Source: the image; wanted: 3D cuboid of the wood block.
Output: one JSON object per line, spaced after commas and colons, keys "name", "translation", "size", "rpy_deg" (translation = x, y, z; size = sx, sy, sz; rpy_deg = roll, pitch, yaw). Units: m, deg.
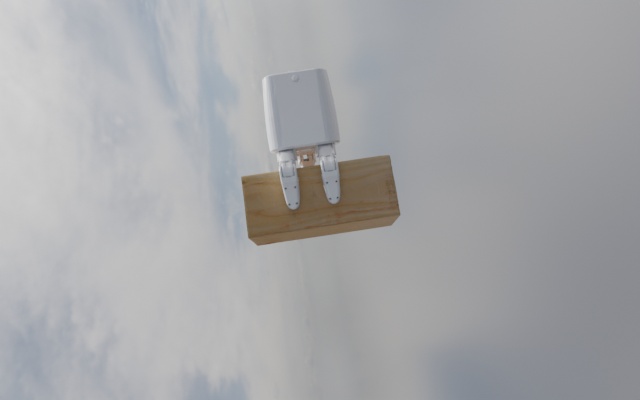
{"name": "wood block", "translation": [0.000, 0.002, 0.687], "size": [0.206, 0.090, 0.091], "rpy_deg": [-8, -11, -1]}
